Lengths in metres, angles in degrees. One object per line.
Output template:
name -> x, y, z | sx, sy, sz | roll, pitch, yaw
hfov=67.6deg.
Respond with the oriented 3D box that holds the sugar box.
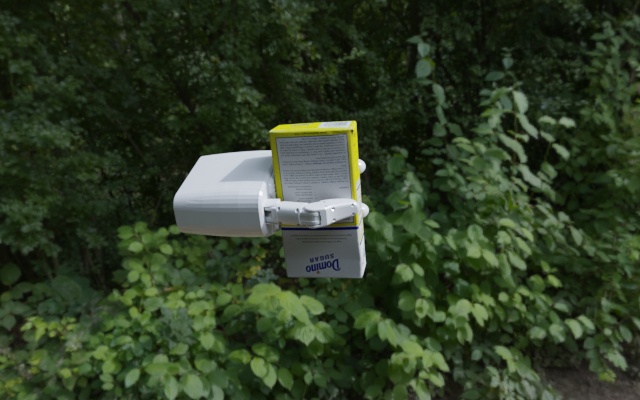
sugar box -> 0.000, 0.001, 0.547 | 0.093, 0.176, 0.048 | -1, 21, 12
